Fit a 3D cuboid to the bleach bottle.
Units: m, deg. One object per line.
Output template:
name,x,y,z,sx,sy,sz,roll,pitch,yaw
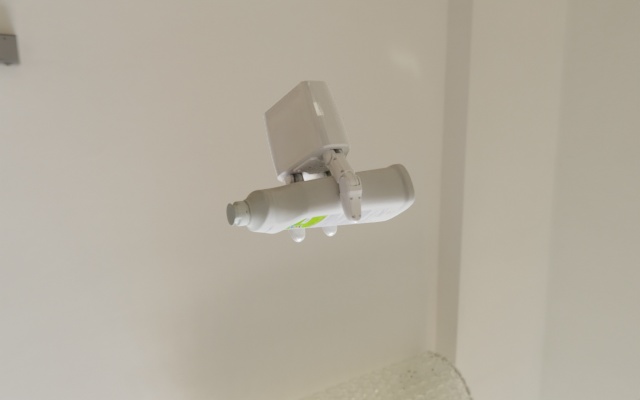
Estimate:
bleach bottle,0.000,0.002,0.642,0.251,0.068,0.103,-6,-20,-31
